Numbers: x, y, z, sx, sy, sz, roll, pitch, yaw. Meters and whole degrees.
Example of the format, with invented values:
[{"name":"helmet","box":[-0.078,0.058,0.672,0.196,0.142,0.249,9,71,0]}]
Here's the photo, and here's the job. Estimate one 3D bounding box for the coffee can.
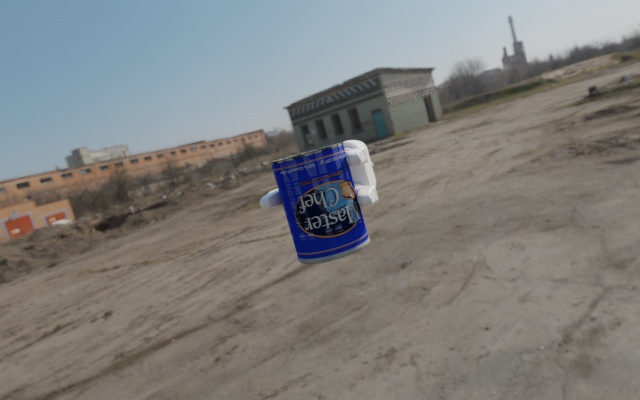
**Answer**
[{"name":"coffee can","box":[0.000,0.002,0.646,0.103,0.140,0.103,-15,7,2]}]
